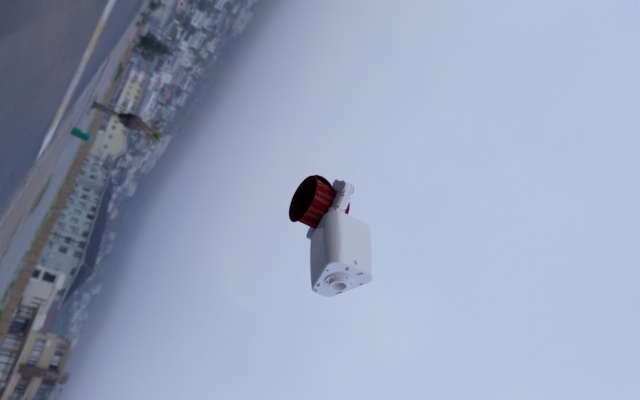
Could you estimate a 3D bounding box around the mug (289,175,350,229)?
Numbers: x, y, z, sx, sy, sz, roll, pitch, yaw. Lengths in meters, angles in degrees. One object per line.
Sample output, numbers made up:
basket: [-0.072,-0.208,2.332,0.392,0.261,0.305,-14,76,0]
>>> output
mug: [0.000,0.002,0.890,0.081,0.117,0.093,26,-46,-25]
